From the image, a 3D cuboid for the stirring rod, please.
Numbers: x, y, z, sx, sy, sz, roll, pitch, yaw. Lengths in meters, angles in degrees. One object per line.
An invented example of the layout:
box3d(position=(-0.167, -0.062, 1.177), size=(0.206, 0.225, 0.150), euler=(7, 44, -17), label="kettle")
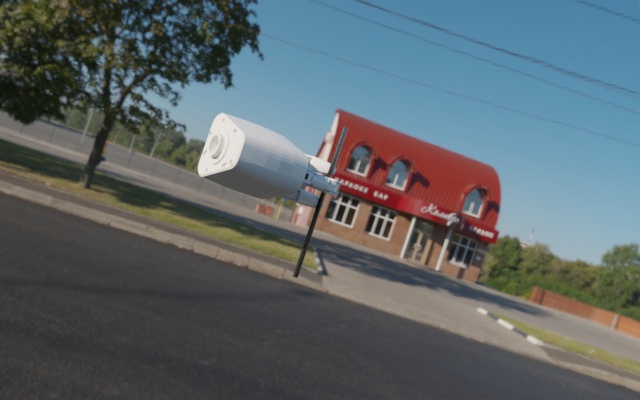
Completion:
box3d(position=(0.000, 0.002, 0.727), size=(0.011, 0.239, 0.011), euler=(19, -1, 0), label="stirring rod")
